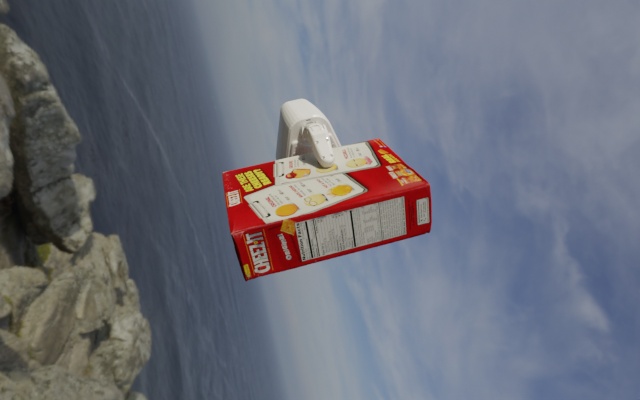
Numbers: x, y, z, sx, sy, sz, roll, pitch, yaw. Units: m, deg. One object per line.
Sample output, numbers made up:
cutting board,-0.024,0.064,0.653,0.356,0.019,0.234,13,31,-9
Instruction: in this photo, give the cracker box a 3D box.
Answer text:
cracker box,0.000,0.002,0.566,0.213,0.072,0.164,-14,27,-8
